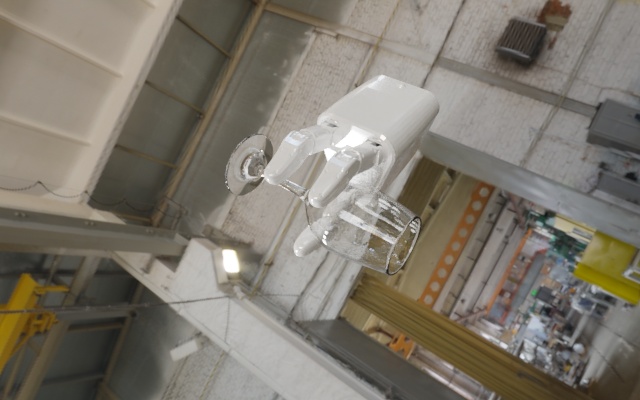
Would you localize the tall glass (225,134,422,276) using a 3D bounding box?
[{"bbox_3d":[-0.001,0.001,0.488,0.201,0.079,0.079,28,13,27],"label":"tall glass"}]
